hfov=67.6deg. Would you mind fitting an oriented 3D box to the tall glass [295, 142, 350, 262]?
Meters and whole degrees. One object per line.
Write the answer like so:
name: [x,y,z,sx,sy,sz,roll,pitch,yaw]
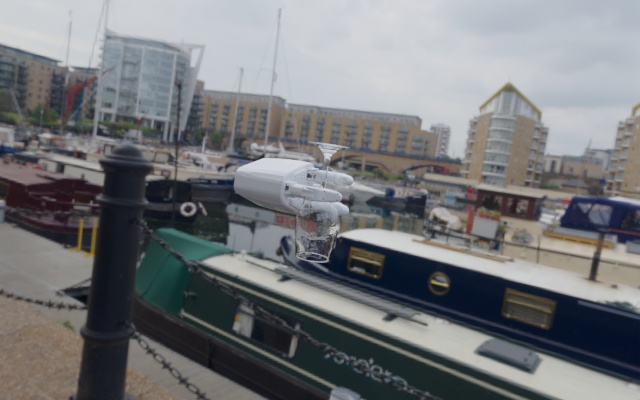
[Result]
tall glass: [0.000,0.002,0.830,0.079,0.201,0.079,8,4,-1]
